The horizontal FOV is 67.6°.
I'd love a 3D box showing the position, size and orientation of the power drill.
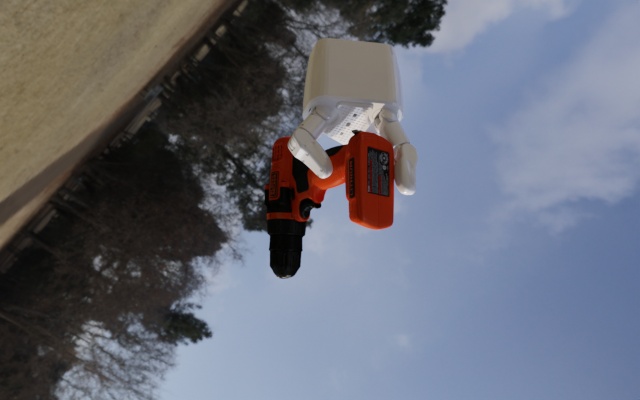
[{"bbox_3d":[0.000,0.002,0.569,0.057,0.184,0.187,7,-10,-42],"label":"power drill"}]
